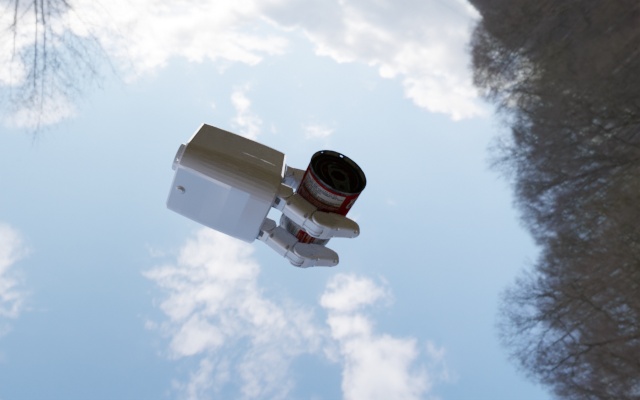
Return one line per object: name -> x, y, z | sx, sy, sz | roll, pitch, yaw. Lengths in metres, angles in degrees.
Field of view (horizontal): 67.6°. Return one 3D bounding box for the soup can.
soup can -> 0.000, 0.002, 0.550 | 0.068, 0.068, 0.102 | 0, -42, -33
